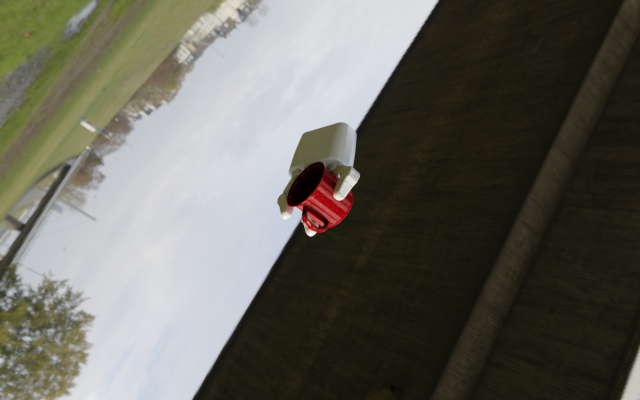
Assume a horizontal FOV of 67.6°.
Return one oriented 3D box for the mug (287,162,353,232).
[{"bbox_3d":[0.000,0.004,0.819,0.081,0.117,0.093,37,-45,-27],"label":"mug"}]
